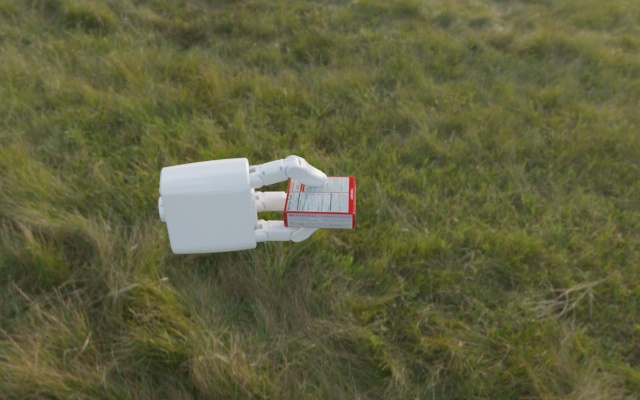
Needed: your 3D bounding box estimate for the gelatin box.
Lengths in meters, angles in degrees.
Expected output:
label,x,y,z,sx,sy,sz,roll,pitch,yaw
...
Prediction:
label,x,y,z,sx,sy,sz,roll,pitch,yaw
gelatin box,0.000,0.002,0.611,0.089,0.030,0.073,0,40,4
